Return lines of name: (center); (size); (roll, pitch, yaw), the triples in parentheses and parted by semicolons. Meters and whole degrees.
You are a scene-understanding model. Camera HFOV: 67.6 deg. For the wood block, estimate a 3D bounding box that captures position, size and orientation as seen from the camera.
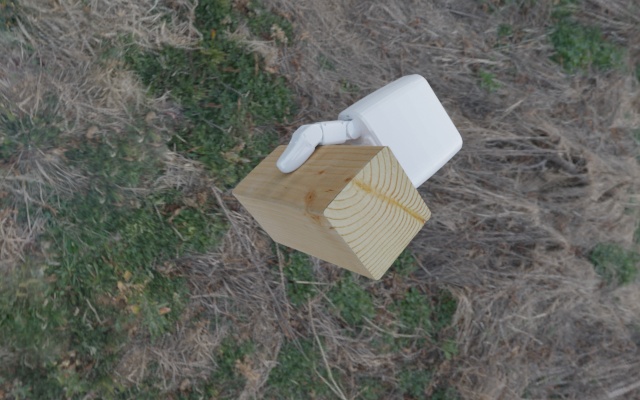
wood block: (0.000, 0.001, 0.509); (0.090, 0.091, 0.206); (-46, 26, -19)
